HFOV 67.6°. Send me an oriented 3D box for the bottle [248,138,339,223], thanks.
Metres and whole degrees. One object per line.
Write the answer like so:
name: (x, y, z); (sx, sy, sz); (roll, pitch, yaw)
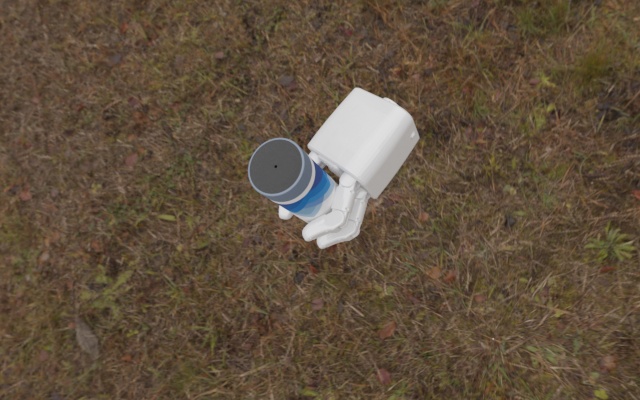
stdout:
bottle: (0.000, 0.002, 0.644); (0.069, 0.069, 0.296); (0, -15, 20)
